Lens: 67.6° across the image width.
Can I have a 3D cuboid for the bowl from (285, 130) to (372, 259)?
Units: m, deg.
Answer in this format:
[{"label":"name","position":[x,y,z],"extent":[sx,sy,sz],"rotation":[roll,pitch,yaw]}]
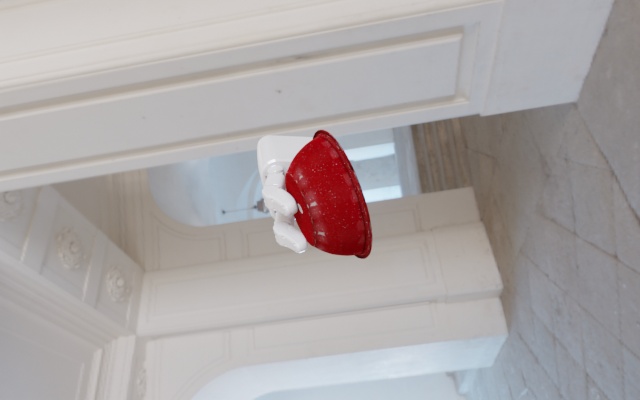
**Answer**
[{"label":"bowl","position":[0.000,0.002,0.560],"extent":[0.055,0.162,0.162],"rotation":[-20,5,-15]}]
